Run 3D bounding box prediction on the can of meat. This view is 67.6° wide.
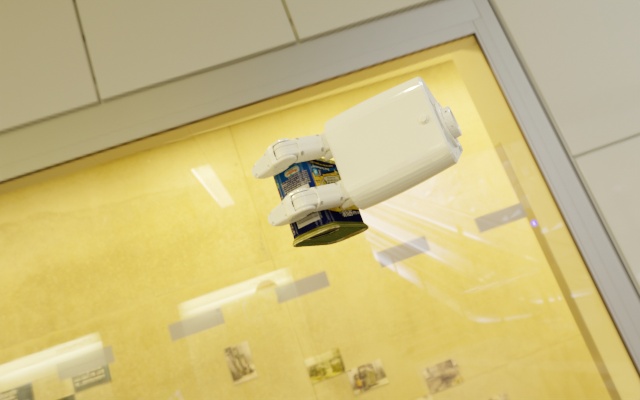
[{"bbox_3d":[0.000,0.001,0.526,0.057,0.084,0.102,-26,-15,27],"label":"can of meat"}]
